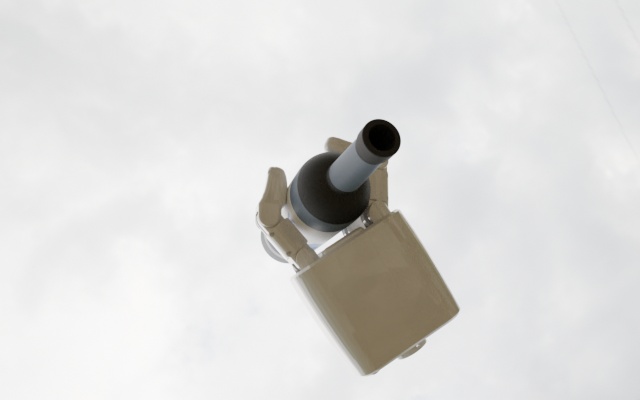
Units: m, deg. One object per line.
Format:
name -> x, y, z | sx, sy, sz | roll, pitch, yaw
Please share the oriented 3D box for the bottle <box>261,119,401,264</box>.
bottle -> 0.000, 0.001, 0.444 | 0.069, 0.069, 0.296 | 0, -17, -16
